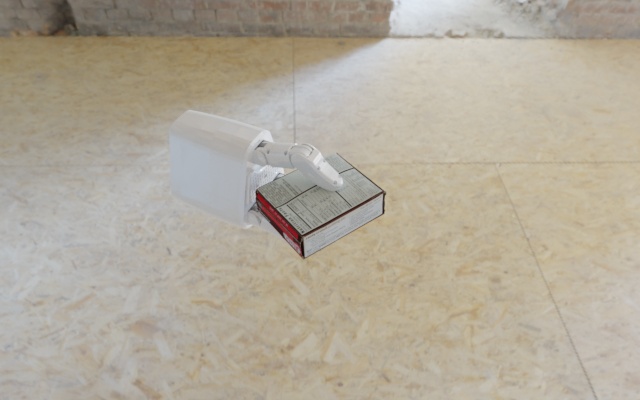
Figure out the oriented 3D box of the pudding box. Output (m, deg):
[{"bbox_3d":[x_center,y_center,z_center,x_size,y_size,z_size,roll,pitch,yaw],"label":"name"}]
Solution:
[{"bbox_3d":[0.000,0.002,0.515,0.113,0.039,0.090,-28,51,-23],"label":"pudding box"}]
